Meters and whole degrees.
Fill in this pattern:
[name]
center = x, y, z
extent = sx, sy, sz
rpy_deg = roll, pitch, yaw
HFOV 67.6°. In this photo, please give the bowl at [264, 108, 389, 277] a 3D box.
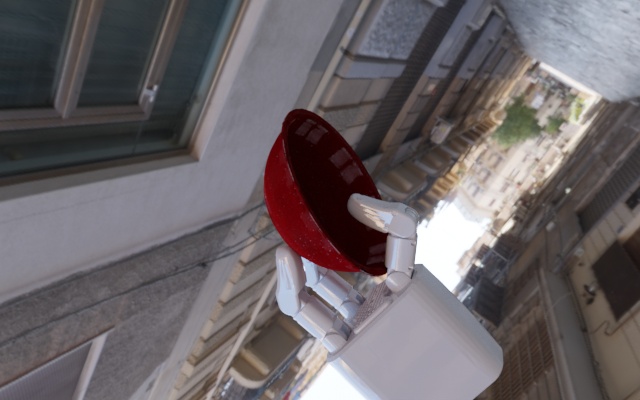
[bowl]
center = -0.001, 0.000, 0.425
extent = 0.055, 0.162, 0.162
rpy_deg = -29, -13, 25
